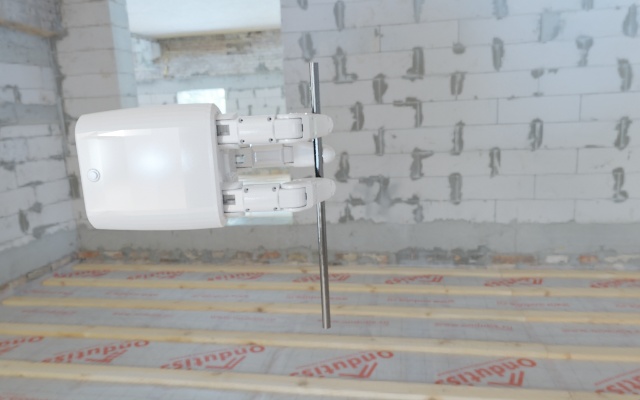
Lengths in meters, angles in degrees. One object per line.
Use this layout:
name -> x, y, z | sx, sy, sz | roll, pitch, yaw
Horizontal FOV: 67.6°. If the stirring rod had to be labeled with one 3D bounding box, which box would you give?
stirring rod -> 0.000, 0.001, 0.427 | 0.011, 0.239, 0.011 | -3, 11, 1
